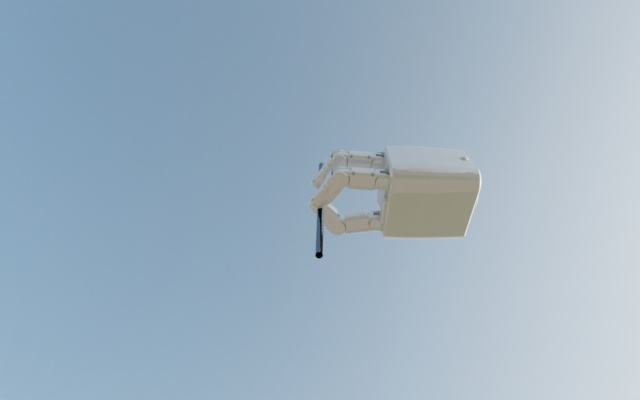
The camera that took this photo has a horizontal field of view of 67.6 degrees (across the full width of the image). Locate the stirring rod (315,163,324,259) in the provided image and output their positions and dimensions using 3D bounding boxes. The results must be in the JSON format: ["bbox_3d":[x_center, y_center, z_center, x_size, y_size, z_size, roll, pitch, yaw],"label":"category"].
[{"bbox_3d":[0.000,0.002,0.591,0.011,0.011,0.239,0,27,1],"label":"stirring rod"}]
